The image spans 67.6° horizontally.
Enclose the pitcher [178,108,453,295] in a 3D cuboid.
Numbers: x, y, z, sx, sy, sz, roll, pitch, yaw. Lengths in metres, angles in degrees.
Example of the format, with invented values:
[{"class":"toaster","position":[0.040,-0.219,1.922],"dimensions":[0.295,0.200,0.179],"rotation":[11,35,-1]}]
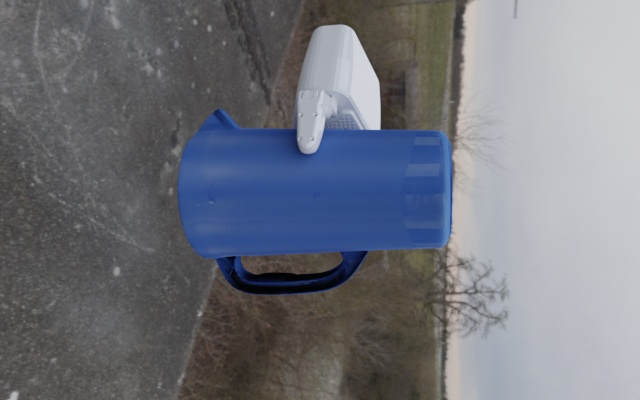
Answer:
[{"class":"pitcher","position":[0.000,0.001,0.464],"dimensions":[0.243,0.145,0.149],"rotation":[0,-34,12]}]
